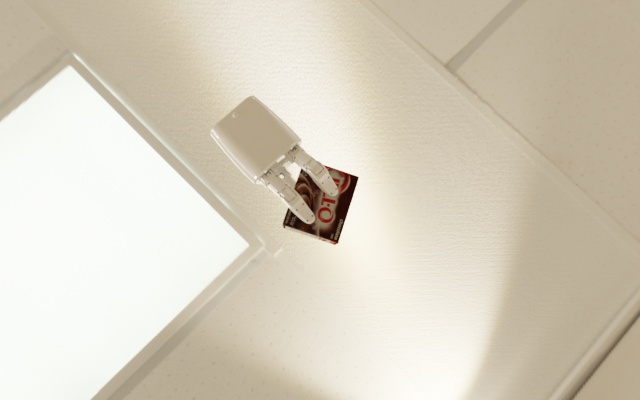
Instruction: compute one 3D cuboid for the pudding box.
[{"bbox_3d":[0.000,0.002,0.738,0.090,0.113,0.039,18,-11,-1],"label":"pudding box"}]
